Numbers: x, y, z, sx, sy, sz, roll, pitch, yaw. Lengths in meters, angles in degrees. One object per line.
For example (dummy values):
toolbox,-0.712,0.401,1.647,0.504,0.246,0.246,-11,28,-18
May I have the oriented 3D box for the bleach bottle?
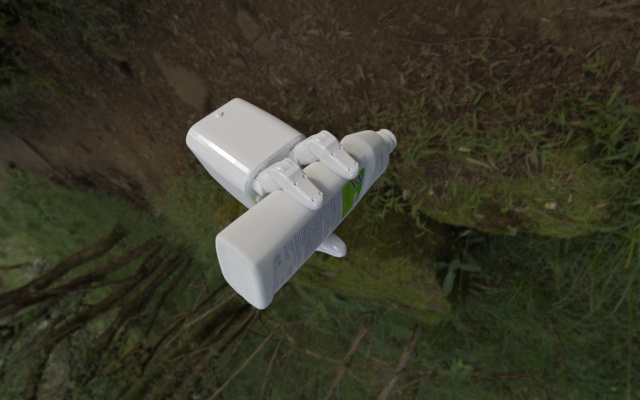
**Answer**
bleach bottle,0.000,0.002,0.535,0.068,0.103,0.250,35,58,23
